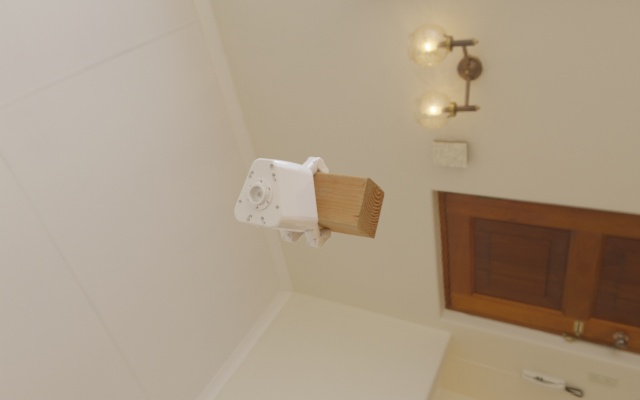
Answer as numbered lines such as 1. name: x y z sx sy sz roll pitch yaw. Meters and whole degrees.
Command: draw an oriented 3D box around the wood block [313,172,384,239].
1. wood block: 0.000 0.002 0.876 0.206 0.091 0.090 8 -13 29
